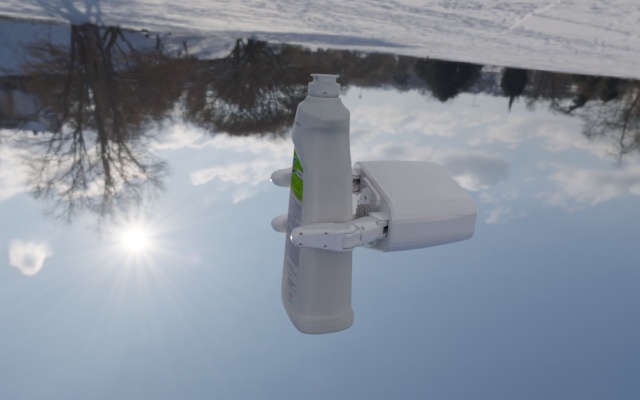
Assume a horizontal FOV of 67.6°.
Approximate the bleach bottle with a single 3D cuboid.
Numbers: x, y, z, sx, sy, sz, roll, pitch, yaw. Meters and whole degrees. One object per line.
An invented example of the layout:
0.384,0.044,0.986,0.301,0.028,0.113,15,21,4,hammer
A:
0.000,0.002,0.488,0.068,0.251,0.102,-3,19,-19,bleach bottle
